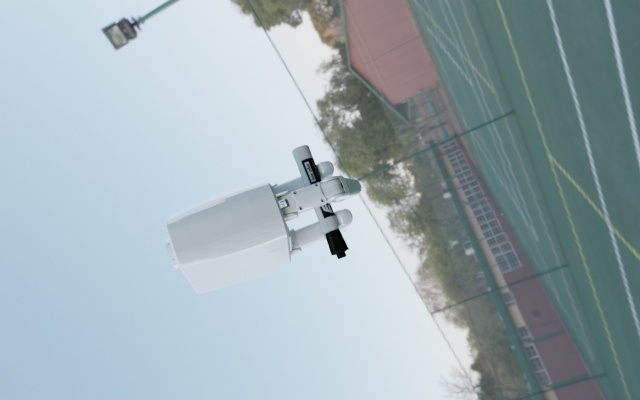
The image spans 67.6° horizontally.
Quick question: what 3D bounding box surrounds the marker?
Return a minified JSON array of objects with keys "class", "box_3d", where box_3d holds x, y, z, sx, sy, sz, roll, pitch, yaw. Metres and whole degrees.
[{"class":"marker","box_3d":[0.000,0.002,0.484,0.020,0.121,0.020,-20,-11,-4]}]
